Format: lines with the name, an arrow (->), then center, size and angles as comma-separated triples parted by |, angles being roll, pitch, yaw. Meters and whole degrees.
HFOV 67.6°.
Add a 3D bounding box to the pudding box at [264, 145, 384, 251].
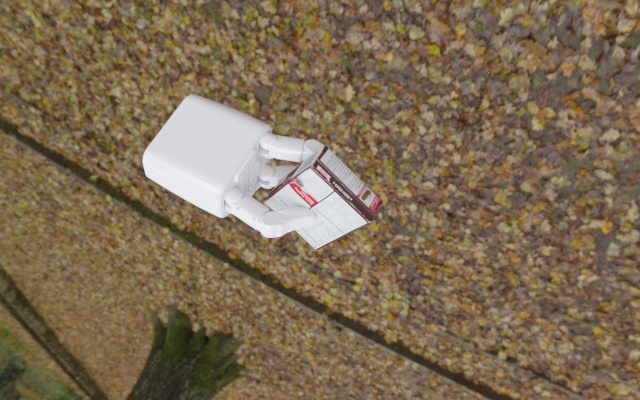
pudding box -> 0.000, 0.002, 0.535 | 0.090, 0.039, 0.113 | 43, -36, -11
